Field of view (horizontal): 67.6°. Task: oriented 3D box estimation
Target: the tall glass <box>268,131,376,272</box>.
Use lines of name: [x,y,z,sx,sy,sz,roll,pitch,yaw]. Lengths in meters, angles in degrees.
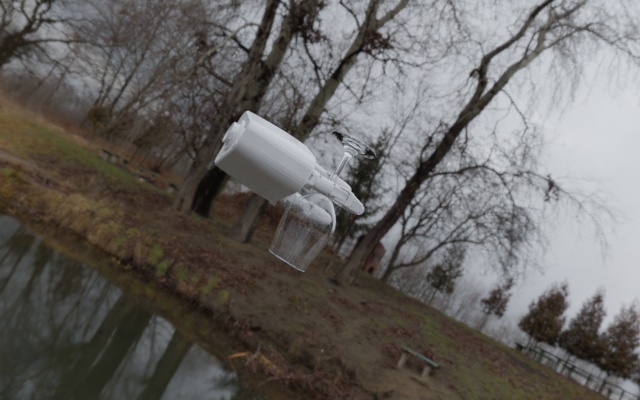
tall glass: [0.001,0.002,0.696,0.079,0.201,0.079,29,-7,4]
